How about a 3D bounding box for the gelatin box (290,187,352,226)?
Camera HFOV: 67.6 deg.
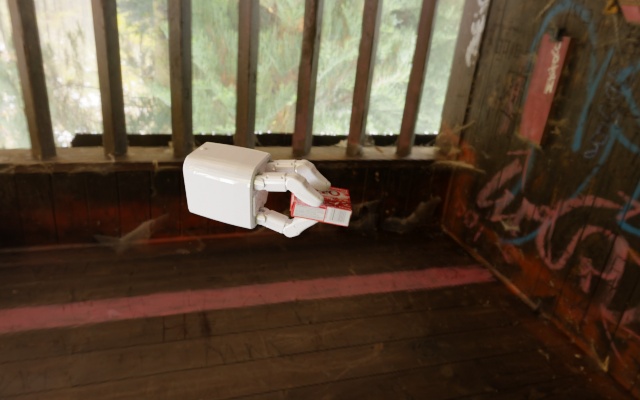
[{"bbox_3d":[0.000,0.003,0.721,0.089,0.030,0.073,11,25,-7],"label":"gelatin box"}]
